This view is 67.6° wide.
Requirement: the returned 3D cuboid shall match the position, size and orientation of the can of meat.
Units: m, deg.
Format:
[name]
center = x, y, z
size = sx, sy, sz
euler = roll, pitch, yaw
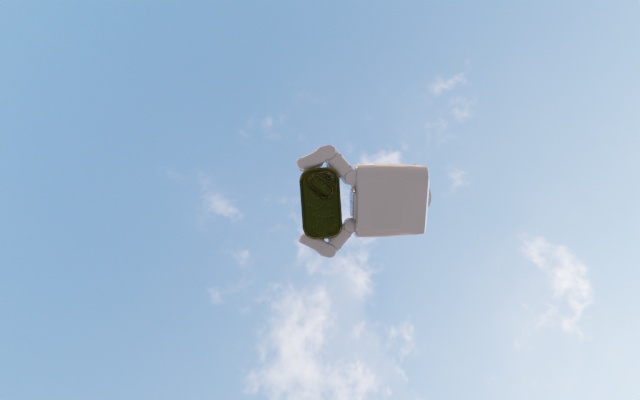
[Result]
[can of meat]
center = 0.000, 0.002, 0.715
size = 0.057, 0.102, 0.084
euler = -4, 3, -1
